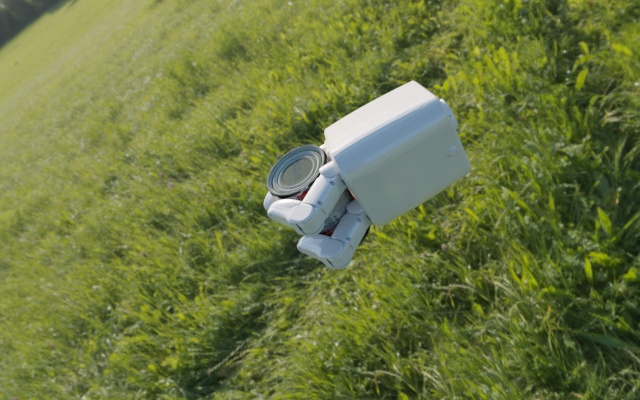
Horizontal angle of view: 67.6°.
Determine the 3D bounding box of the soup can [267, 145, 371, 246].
[{"bbox_3d":[-0.001,0.002,0.486,0.068,0.068,0.102,0,-38,37],"label":"soup can"}]
